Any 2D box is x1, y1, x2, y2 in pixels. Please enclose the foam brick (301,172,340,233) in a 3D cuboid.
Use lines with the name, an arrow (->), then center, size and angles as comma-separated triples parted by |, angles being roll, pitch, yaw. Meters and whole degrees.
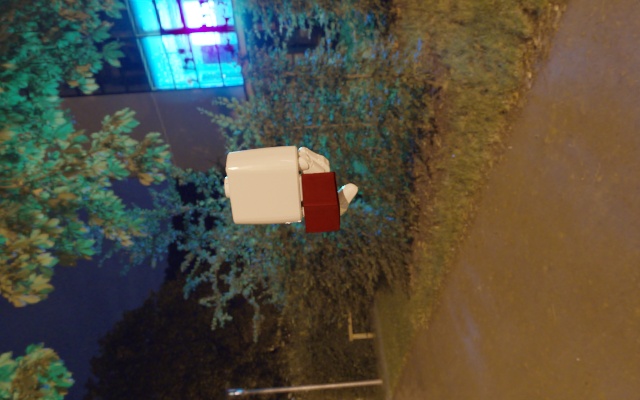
foam brick -> 0.000, 0.002, 0.699 | 0.051, 0.053, 0.078 | -4, 41, -2
